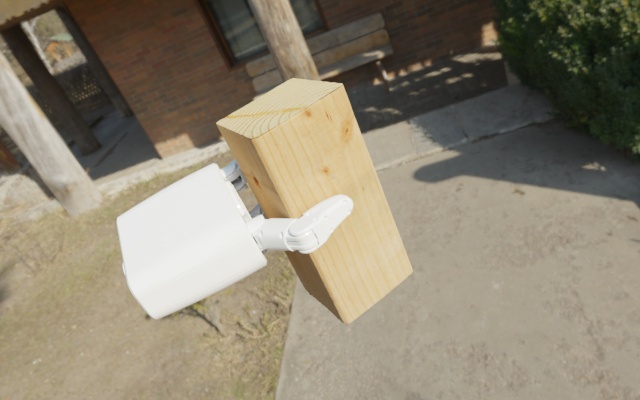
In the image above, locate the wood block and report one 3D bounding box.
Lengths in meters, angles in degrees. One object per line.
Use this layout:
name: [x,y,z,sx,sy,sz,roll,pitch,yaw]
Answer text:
wood block: [0.000,0.002,0.450,0.090,0.206,0.090,-35,30,-17]
